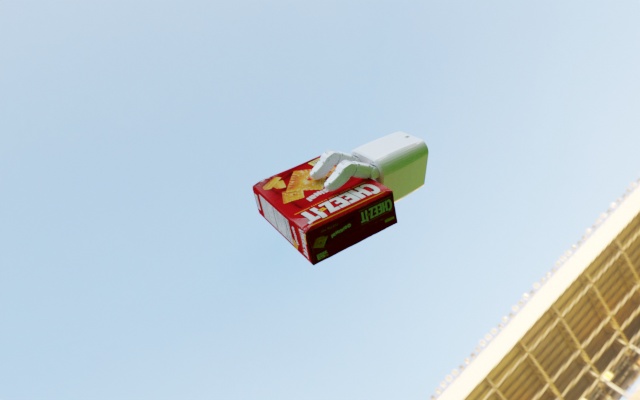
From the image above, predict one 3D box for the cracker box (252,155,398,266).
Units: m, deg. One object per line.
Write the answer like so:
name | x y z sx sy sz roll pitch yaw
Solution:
cracker box | 0.000 0.003 0.816 0.164 0.072 0.213 -25 32 -20
